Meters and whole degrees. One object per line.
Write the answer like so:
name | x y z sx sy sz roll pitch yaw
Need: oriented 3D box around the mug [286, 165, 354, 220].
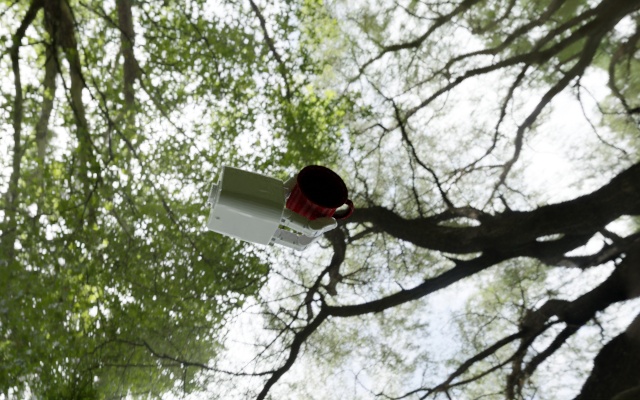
mug | 0.001 0.003 0.830 0.117 0.093 0.081 18 -42 -15
